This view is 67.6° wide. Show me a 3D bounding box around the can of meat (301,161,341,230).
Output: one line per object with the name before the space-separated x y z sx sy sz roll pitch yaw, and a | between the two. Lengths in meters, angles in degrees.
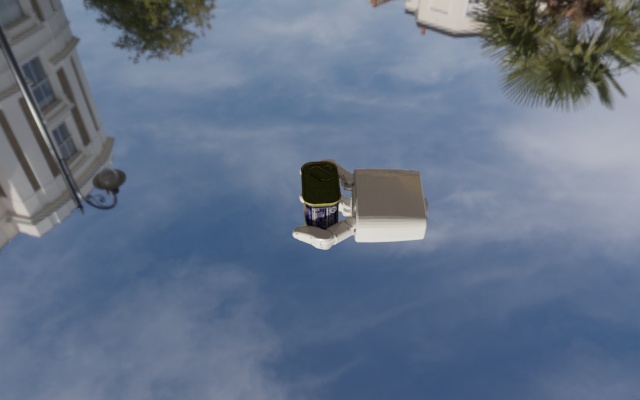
can of meat | 0.000 0.003 0.744 0.057 0.084 0.102 -3 42 -2
